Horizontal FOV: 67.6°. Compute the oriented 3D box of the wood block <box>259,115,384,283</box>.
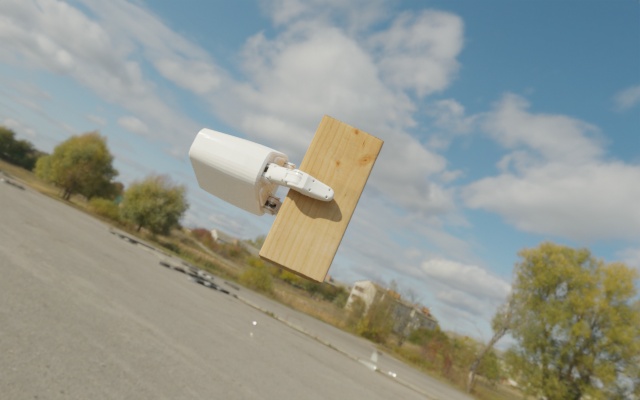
[{"bbox_3d":[0.000,0.002,0.658,0.090,0.206,0.091,24,-11,-1],"label":"wood block"}]
